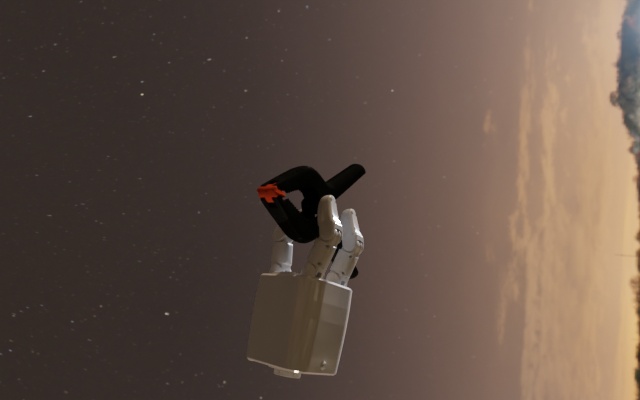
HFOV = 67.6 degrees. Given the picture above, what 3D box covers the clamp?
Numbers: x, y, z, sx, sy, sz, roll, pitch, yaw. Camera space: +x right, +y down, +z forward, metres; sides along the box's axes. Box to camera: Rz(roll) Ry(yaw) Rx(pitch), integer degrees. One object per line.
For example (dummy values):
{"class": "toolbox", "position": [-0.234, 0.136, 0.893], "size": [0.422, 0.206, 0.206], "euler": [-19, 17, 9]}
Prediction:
{"class": "clamp", "position": [-0.001, 0.002, 0.614], "size": [0.036, 0.164, 0.210], "euler": [-3, -20, 34]}
